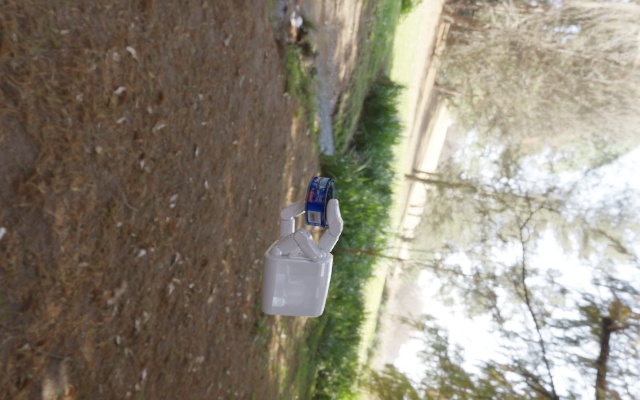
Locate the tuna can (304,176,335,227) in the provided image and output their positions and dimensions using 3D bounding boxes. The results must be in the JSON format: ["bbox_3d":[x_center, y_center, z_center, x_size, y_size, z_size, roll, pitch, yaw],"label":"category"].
[{"bbox_3d":[0.001,0.003,0.814,0.034,0.086,0.086,8,2,12],"label":"tuna can"}]
